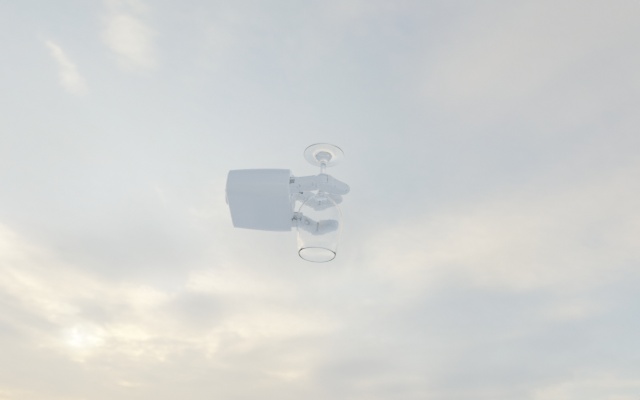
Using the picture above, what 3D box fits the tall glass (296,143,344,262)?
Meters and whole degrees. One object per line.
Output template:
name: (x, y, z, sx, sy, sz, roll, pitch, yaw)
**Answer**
tall glass: (0.000, 0.002, 0.823, 0.079, 0.201, 0.079, 3, -30, 2)
